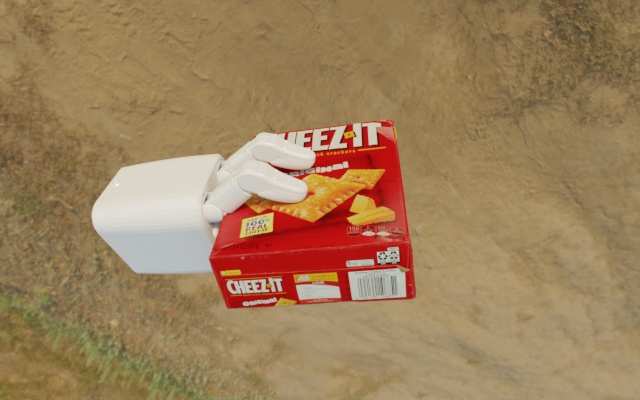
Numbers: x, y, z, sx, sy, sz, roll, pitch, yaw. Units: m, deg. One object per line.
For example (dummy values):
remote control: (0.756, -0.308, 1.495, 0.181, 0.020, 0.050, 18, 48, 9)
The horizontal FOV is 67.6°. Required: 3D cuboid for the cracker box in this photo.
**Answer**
cracker box: (0.000, 0.002, 0.469, 0.164, 0.072, 0.213, -5, 35, 8)
